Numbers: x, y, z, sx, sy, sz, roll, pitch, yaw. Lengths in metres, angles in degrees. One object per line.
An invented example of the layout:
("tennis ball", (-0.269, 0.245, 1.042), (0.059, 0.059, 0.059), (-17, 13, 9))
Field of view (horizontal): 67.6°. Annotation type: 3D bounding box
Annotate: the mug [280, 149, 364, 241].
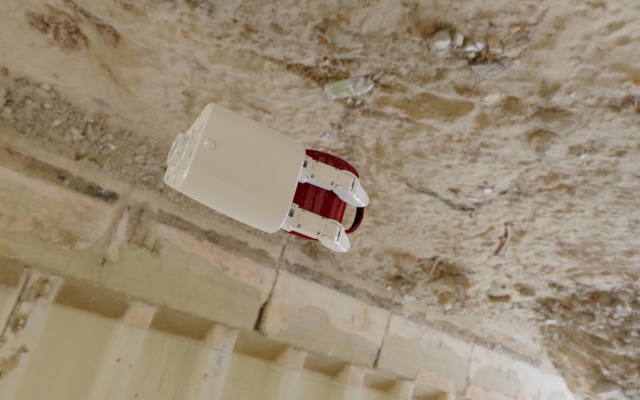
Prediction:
("mug", (0.001, 0.003, 0.563), (0.117, 0.081, 0.093), (25, -20, -25))
